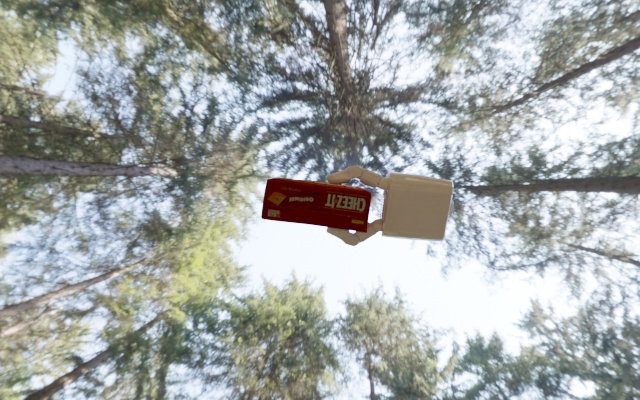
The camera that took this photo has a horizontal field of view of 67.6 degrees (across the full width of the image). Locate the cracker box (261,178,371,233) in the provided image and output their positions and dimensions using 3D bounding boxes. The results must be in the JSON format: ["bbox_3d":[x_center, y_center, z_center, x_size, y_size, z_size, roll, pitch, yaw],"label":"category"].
[{"bbox_3d":[0.000,0.003,0.822,0.164,0.072,0.213,7,2,3],"label":"cracker box"}]
